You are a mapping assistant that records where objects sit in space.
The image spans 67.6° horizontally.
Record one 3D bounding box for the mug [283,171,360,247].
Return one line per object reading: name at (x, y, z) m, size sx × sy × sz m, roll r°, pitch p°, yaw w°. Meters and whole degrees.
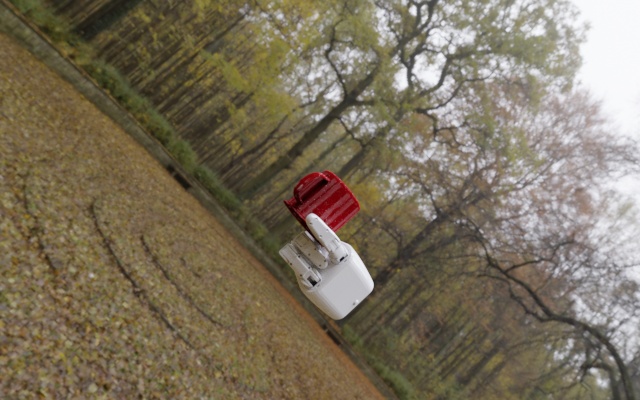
mug at (0.000, 0.001, 0.708) m, size 0.093 × 0.081 × 0.117 m, roll 42°, pitch -10°, yaw 44°
